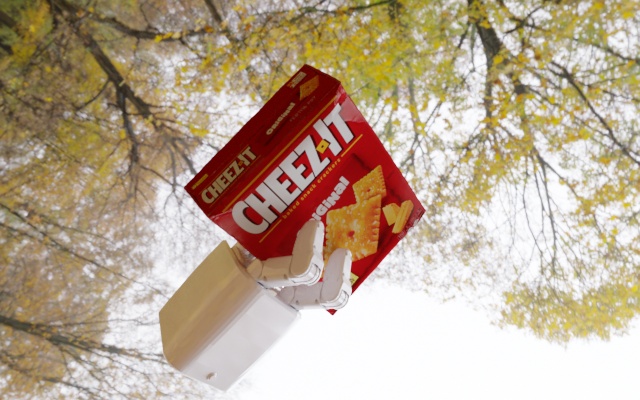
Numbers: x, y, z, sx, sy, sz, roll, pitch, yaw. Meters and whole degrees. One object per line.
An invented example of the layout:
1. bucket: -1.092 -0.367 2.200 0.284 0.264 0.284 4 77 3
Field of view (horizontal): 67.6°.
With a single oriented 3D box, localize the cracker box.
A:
1. cracker box: 0.000 0.002 0.486 0.072 0.164 0.214 39 -6 47
